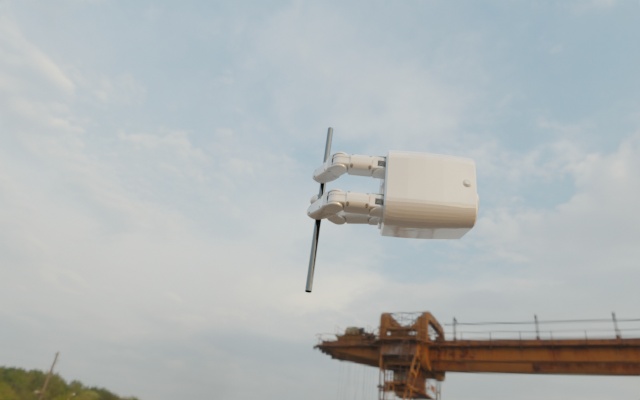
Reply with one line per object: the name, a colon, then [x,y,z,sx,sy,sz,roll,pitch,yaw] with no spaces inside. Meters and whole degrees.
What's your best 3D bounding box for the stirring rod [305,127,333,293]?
stirring rod: [0.000,0.002,0.608,0.011,0.239,0.011,6,-31,3]
